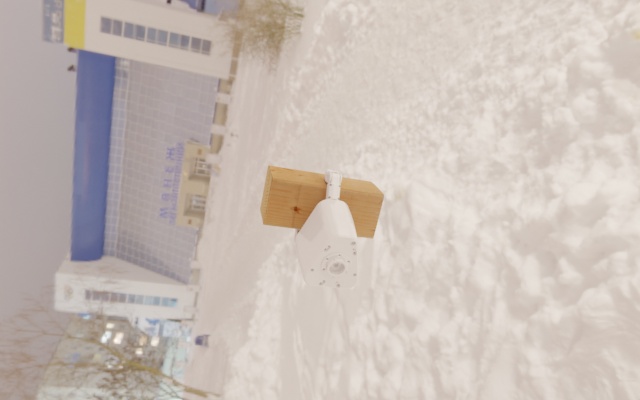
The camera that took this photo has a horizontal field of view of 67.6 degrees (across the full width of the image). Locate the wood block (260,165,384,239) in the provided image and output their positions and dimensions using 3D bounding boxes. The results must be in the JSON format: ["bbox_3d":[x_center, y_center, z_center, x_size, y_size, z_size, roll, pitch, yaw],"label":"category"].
[{"bbox_3d":[0.000,0.003,0.886,0.206,0.091,0.090,8,17,-14],"label":"wood block"}]
